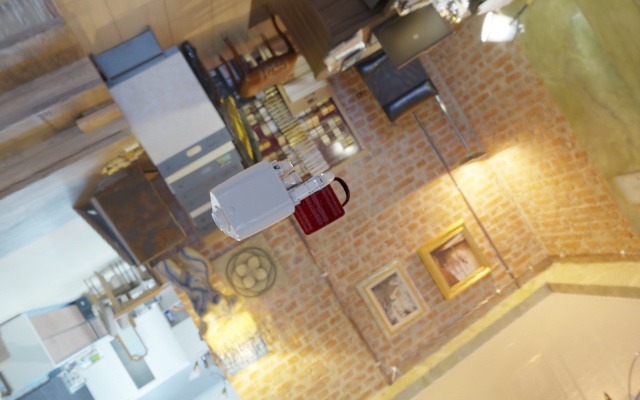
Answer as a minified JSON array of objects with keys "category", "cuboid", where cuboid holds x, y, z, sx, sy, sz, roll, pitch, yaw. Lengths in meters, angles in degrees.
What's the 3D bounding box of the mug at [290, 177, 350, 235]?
[{"category":"mug","cuboid":[0.001,0.002,0.843,0.117,0.081,0.093,-29,-1,-21]}]
